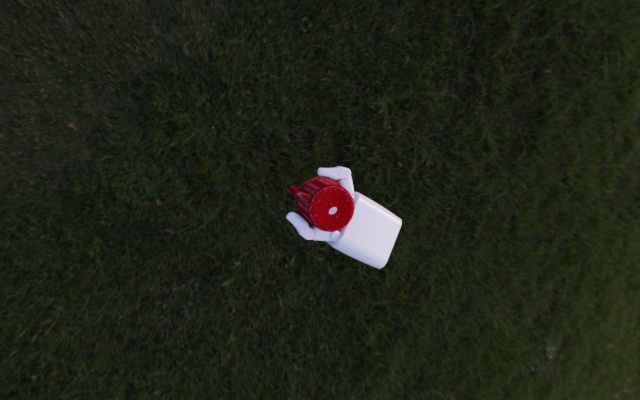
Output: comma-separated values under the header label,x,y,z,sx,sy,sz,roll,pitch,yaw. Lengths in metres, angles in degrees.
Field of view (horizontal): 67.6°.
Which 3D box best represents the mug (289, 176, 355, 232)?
label,x,y,z,sx,sy,sz,roll,pitch,yaw
mug,-0.001,0.002,0.827,0.117,0.093,0.081,26,2,-17
